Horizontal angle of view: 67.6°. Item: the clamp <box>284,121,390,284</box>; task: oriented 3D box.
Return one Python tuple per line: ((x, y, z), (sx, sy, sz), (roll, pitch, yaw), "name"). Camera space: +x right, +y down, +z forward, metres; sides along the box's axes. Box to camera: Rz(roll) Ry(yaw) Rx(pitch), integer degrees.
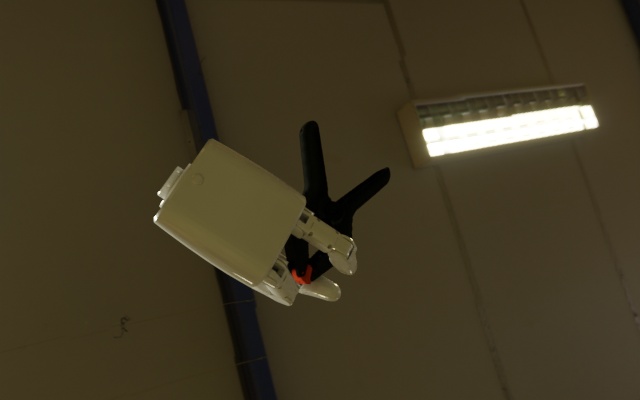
((0.000, 0.002, 0.510), (0.120, 0.171, 0.039), (35, -25, -14), "clamp")
